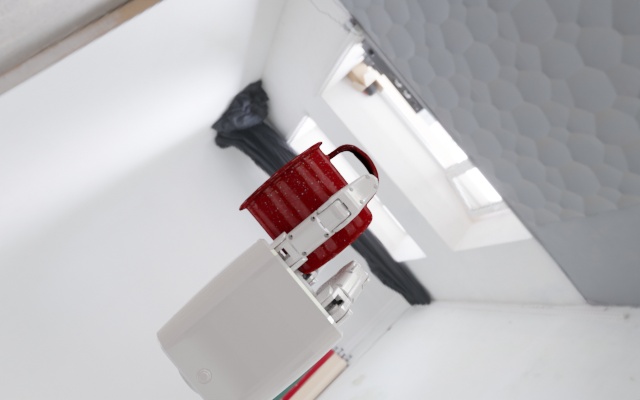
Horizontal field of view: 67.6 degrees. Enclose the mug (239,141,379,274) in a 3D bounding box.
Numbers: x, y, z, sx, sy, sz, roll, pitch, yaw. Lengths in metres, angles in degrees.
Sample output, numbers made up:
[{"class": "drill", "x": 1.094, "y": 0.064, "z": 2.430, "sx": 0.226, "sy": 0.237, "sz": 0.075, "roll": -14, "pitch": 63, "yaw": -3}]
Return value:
[{"class": "mug", "x": 0.001, "y": 0.001, "z": 0.416, "sx": 0.117, "sy": 0.081, "sz": 0.093, "roll": -40, "pitch": 1, "yaw": -8}]
